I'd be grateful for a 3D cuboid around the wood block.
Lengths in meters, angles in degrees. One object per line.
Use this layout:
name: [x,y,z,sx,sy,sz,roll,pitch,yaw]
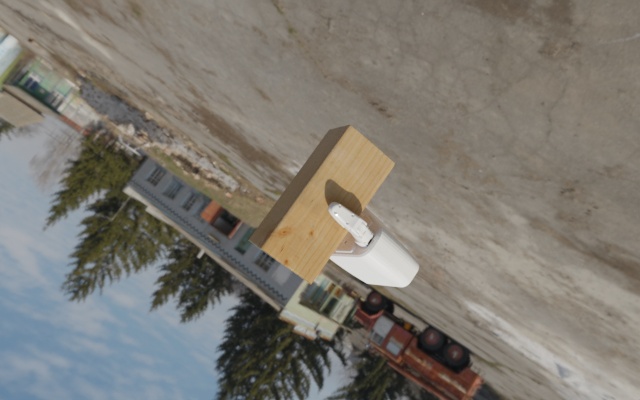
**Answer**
wood block: [0.000,0.003,0.683,0.090,0.206,0.091,38,-9,-18]
